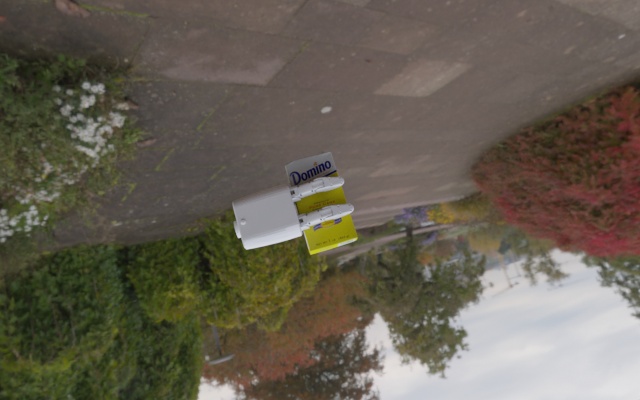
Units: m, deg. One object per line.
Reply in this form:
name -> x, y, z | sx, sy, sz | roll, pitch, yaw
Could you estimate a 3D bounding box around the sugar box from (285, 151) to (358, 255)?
sugar box -> 0.000, 0.003, 0.895 | 0.093, 0.176, 0.048 | -16, -12, -5
